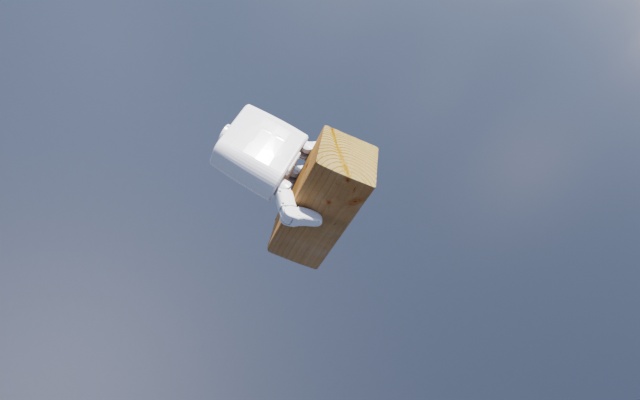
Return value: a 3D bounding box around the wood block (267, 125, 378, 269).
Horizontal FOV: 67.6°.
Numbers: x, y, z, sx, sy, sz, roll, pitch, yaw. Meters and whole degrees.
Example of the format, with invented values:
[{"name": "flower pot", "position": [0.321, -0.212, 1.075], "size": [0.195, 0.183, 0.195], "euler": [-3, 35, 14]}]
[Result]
[{"name": "wood block", "position": [0.000, 0.002, 0.727], "size": [0.090, 0.090, 0.206], "euler": [22, -47, -10]}]
